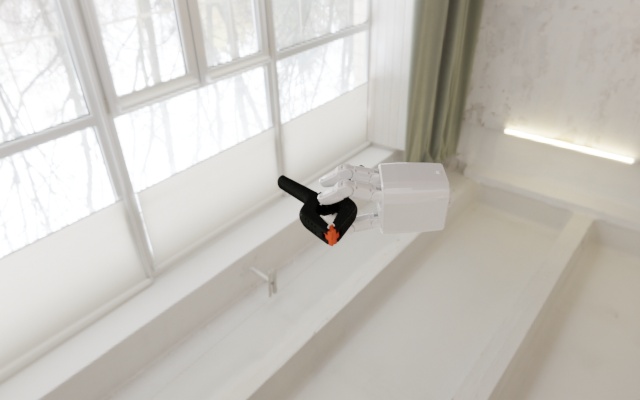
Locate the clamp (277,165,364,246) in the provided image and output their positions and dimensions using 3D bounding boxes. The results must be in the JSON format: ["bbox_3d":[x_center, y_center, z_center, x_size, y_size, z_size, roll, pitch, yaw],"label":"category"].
[{"bbox_3d":[0.000,0.004,0.804,0.164,0.036,0.209,-5,32,6],"label":"clamp"}]
